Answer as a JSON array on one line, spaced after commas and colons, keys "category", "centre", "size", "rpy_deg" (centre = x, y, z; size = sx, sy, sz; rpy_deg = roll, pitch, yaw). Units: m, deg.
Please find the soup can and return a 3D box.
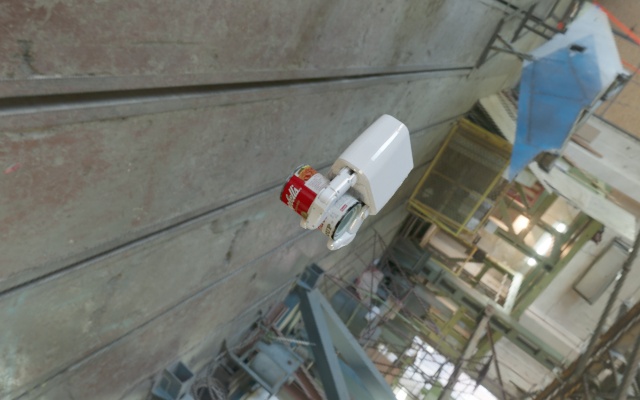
[{"category": "soup can", "centre": [0.000, 0.003, 0.697], "size": [0.102, 0.068, 0.068], "rpy_deg": [37, 12, 17]}]
